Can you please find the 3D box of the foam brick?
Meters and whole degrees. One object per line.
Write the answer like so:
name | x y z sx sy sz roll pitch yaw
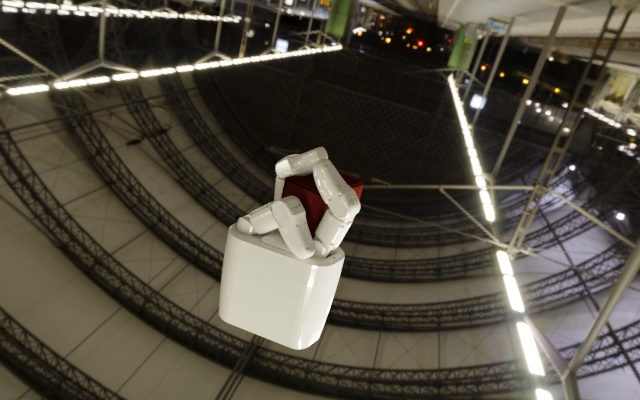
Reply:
foam brick | 0.000 0.002 0.503 0.053 0.051 0.078 23 23 28
